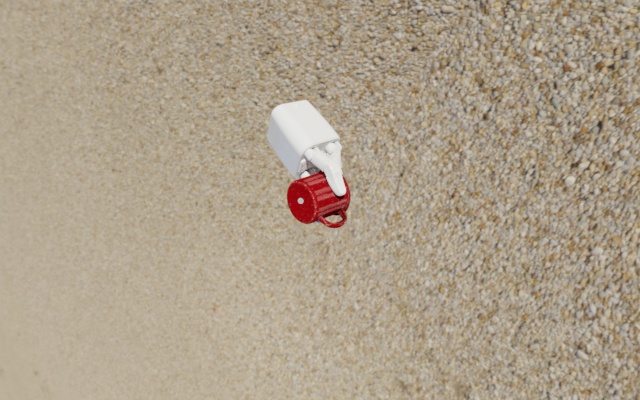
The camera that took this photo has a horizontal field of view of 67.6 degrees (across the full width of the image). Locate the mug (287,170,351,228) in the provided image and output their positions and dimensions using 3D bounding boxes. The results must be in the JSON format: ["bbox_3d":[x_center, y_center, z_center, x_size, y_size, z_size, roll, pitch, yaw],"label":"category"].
[{"bbox_3d":[0.001,0.004,0.859,0.081,0.117,0.093,-20,-24,-40],"label":"mug"}]
